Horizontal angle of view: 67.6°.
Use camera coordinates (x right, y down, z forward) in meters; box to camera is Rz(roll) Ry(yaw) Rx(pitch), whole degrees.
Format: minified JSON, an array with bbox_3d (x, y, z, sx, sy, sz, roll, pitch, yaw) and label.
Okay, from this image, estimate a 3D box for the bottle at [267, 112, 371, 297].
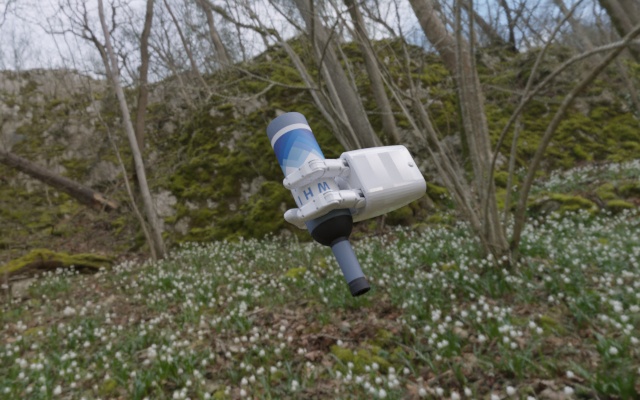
[{"bbox_3d":[0.000,0.002,0.702,0.069,0.295,0.069,-20,-25,-10],"label":"bottle"}]
